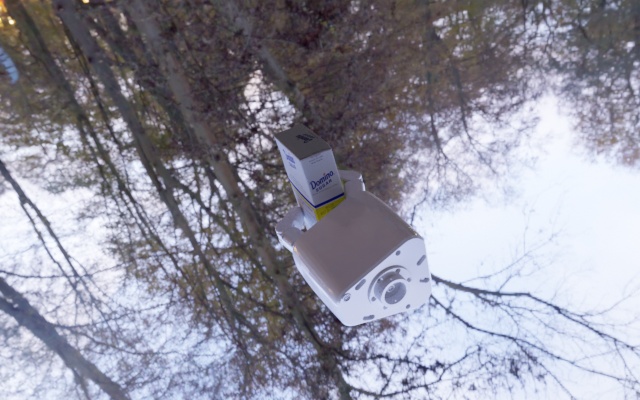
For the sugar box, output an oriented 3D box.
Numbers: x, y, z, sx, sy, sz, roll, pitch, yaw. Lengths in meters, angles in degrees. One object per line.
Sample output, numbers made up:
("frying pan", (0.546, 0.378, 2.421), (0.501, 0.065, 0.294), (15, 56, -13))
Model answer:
("sugar box", (0.001, 0.002, 0.588), (0.048, 0.176, 0.093), (-23, 32, -13))
